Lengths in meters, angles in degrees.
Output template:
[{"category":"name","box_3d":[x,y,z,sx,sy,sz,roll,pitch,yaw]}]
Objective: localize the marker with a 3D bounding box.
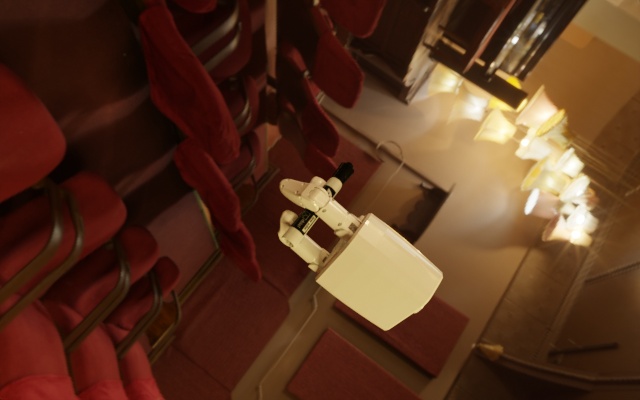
[{"category":"marker","box_3d":[0.000,0.002,0.534,0.020,0.121,0.020,32,-23,16]}]
